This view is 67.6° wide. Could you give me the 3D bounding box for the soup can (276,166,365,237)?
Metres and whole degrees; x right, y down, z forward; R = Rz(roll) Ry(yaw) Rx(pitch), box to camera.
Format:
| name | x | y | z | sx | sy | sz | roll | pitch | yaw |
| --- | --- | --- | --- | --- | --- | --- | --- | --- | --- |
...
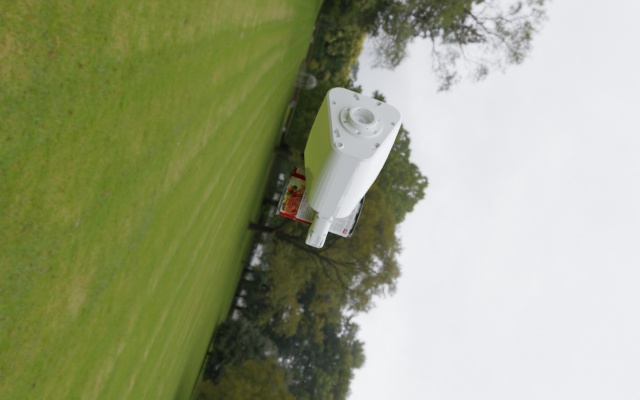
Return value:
| name | x | y | z | sx | sy | sz | roll | pitch | yaw |
| --- | --- | --- | --- | --- | --- | --- | --- | --- | --- |
| soup can | 0.000 | 0.003 | 0.635 | 0.102 | 0.068 | 0.068 | 19 | -1 | -3 |
